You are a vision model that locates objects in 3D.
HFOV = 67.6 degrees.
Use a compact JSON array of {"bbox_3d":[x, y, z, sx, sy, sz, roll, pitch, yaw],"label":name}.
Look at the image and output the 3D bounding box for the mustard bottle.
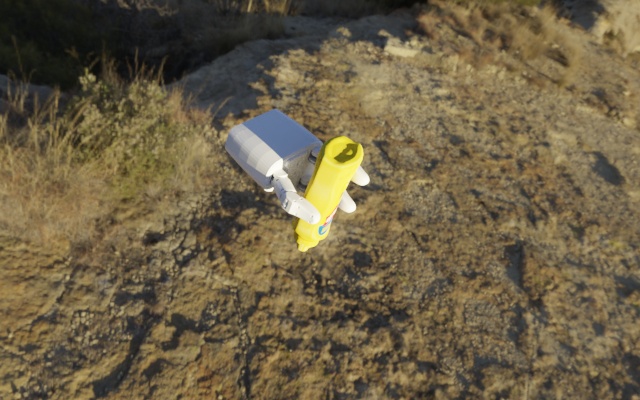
[{"bbox_3d":[0.000,0.002,0.714,0.058,0.192,0.096,27,34,5],"label":"mustard bottle"}]
